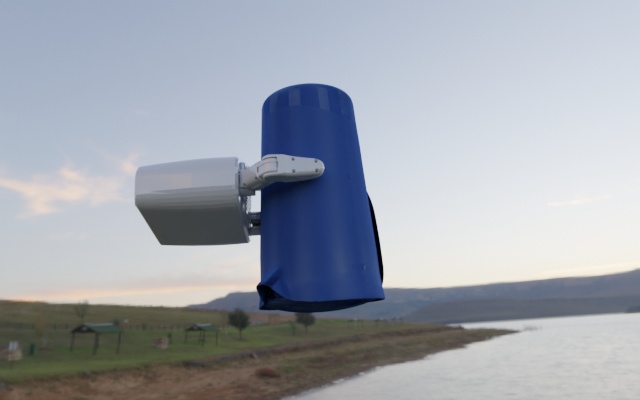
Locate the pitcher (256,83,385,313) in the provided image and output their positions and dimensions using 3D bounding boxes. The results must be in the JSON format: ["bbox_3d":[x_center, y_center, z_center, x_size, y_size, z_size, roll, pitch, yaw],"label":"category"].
[{"bbox_3d":[0.000,0.002,0.540,0.145,0.242,0.149,-4,-15,-1],"label":"pitcher"}]
